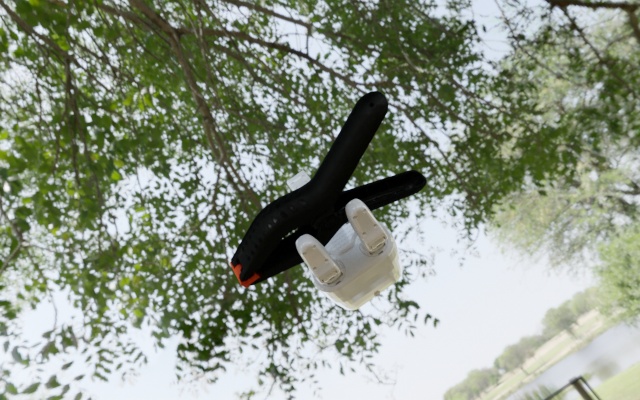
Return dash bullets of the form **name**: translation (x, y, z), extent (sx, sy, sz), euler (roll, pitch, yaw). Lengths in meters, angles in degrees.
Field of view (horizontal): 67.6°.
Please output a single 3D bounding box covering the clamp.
- **clamp**: translation (-0.001, 0.001, 0.436), extent (0.210, 0.036, 0.165), euler (-35, -33, -1)
